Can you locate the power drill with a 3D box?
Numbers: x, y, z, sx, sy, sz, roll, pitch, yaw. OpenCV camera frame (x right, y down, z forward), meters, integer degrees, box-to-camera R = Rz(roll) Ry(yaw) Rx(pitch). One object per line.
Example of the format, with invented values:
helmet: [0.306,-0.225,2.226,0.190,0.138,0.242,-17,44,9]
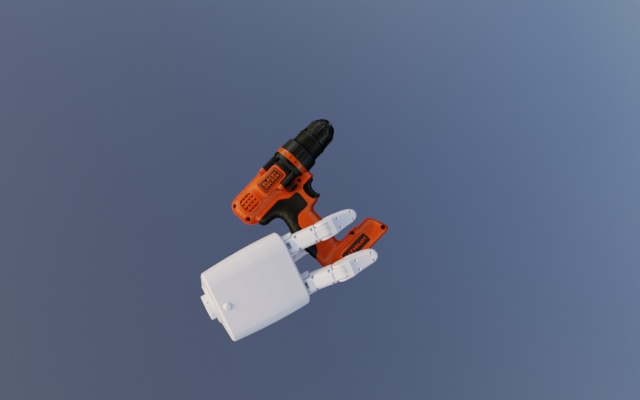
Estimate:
power drill: [0.000,0.003,0.659,0.187,0.184,0.057,42,-5,8]
